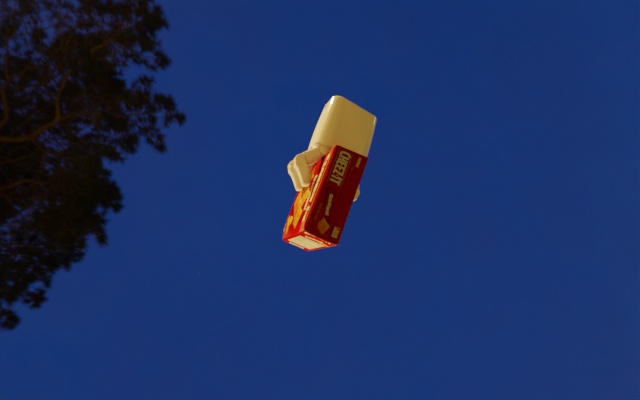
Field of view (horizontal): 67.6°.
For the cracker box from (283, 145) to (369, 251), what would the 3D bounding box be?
[{"bbox_3d":[0.000,0.003,0.896,0.072,0.164,0.214,22,-13,-10],"label":"cracker box"}]
